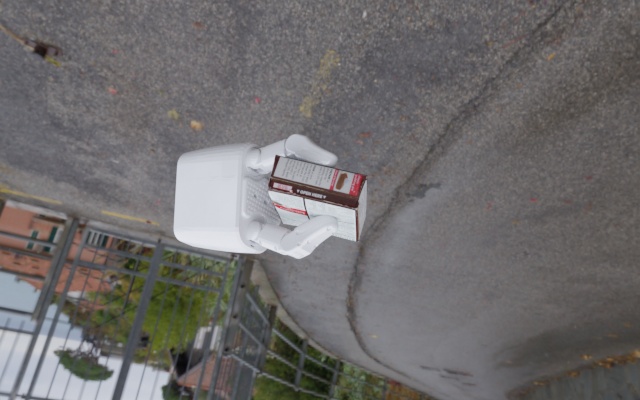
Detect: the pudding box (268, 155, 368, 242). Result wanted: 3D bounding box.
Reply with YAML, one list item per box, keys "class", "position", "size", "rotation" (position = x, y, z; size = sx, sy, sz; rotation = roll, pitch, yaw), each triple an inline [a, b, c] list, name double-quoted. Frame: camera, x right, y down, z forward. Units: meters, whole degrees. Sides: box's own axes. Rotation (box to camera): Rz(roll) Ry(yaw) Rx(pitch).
- class: "pudding box"
  position: [0.000, 0.002, 0.482]
  size: [0.090, 0.039, 0.113]
  rotation: [13, -17, 9]
